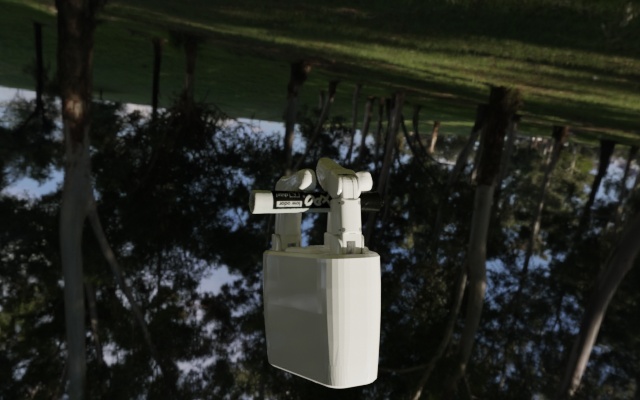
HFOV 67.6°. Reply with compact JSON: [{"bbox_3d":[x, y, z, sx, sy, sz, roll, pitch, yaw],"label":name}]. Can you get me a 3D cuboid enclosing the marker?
[{"bbox_3d":[0.000,0.001,0.408,0.121,0.020,0.020,0,0,-23],"label":"marker"}]
